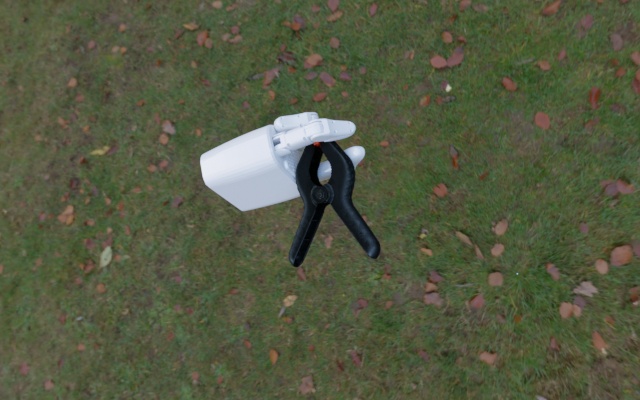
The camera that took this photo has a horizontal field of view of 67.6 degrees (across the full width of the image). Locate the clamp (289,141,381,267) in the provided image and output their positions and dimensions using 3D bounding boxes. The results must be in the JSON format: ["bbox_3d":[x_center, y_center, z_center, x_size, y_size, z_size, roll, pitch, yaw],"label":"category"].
[{"bbox_3d":[0.000,0.002,0.593,0.120,0.171,0.039,-18,-14,19],"label":"clamp"}]
